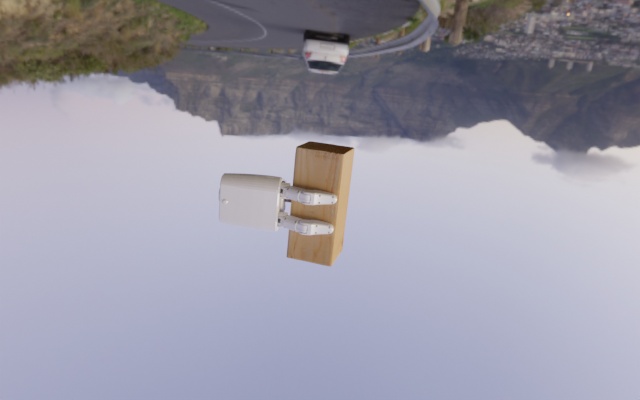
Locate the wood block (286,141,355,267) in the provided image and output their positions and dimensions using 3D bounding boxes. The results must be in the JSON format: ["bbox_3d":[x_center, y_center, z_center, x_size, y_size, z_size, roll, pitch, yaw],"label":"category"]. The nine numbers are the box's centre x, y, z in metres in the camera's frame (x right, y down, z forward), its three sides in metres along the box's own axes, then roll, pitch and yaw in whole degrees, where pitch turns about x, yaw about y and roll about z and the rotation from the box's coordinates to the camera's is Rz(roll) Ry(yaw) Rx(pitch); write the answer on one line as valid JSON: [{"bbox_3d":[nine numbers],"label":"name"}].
[{"bbox_3d":[0.000,0.003,0.881,0.090,0.206,0.091,10,17,13],"label":"wood block"}]
